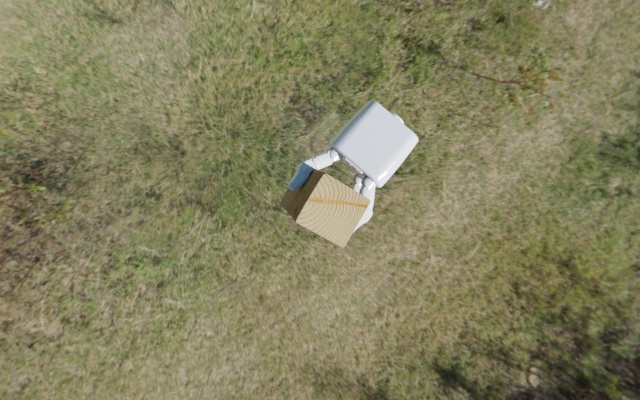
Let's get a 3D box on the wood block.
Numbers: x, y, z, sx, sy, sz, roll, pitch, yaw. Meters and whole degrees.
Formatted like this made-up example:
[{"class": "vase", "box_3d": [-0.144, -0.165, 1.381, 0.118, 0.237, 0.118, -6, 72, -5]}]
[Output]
[{"class": "wood block", "box_3d": [0.000, 0.002, 0.834, 0.091, 0.090, 0.206, 30, 1, -14]}]
